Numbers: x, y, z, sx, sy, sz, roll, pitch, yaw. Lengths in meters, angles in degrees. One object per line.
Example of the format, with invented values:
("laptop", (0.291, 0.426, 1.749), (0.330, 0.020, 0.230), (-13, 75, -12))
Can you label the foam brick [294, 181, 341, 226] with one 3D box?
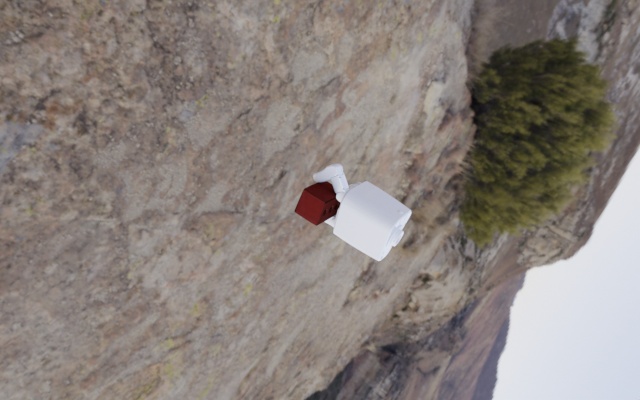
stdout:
("foam brick", (0.000, 0.003, 0.880), (0.051, 0.053, 0.078), (34, 31, 19))
